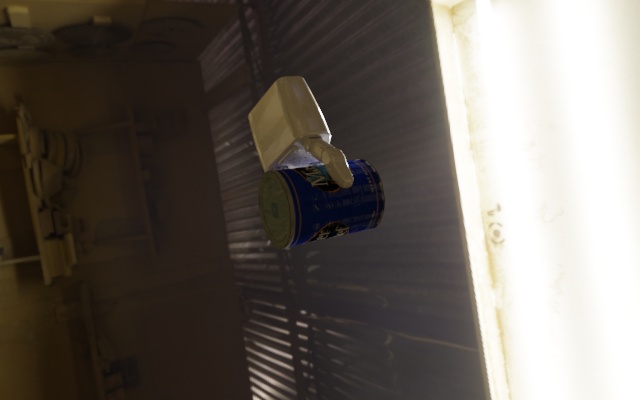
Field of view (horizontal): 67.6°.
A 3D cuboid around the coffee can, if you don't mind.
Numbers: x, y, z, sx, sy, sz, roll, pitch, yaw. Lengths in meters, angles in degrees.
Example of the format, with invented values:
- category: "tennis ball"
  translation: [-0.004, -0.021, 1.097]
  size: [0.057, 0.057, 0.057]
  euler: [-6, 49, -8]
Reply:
- category: "coffee can"
  translation: [0.000, 0.002, 0.645]
  size: [0.140, 0.103, 0.103]
  euler: [-10, 4, -28]
